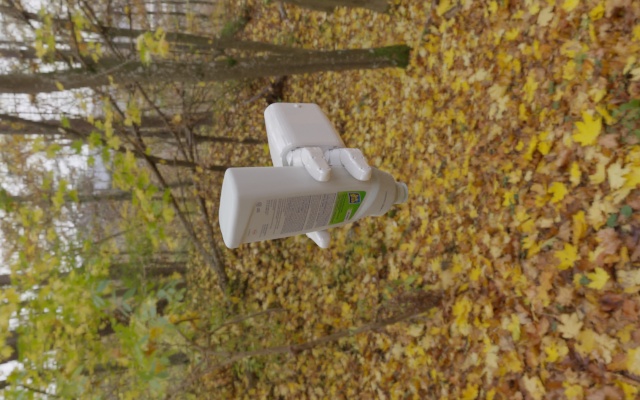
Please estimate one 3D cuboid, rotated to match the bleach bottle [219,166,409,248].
[{"bbox_3d":[0.000,0.002,0.629,0.251,0.103,0.068,-3,44,-24],"label":"bleach bottle"}]
